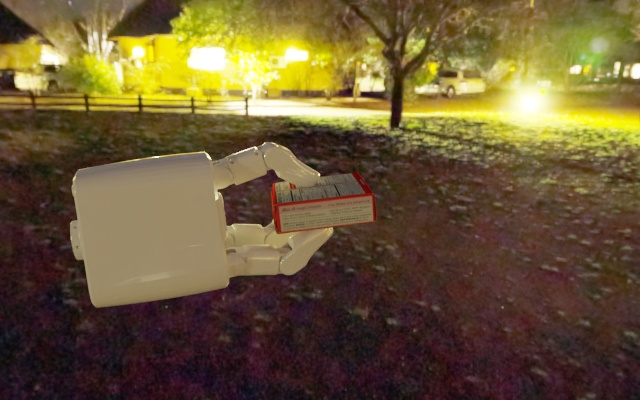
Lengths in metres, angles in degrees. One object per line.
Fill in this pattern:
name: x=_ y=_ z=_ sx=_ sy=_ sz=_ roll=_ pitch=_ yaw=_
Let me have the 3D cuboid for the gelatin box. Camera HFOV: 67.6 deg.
gelatin box: x=0.000 y=0.001 z=0.438 sx=0.089 sy=0.030 sz=0.073 roll=-8 pitch=18 yaw=-5
